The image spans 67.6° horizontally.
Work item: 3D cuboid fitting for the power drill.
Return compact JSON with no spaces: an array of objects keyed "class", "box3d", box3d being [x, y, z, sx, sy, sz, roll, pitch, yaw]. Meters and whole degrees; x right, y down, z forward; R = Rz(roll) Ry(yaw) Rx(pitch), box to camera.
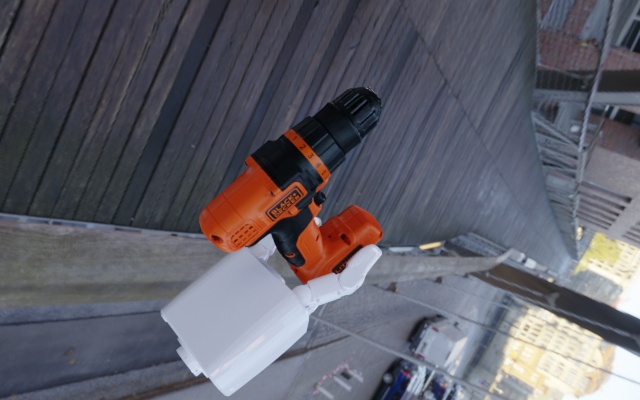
[{"class":"power drill","box3d":[0.000,0.002,0.456,0.057,0.184,0.188,49,-2,36]}]
